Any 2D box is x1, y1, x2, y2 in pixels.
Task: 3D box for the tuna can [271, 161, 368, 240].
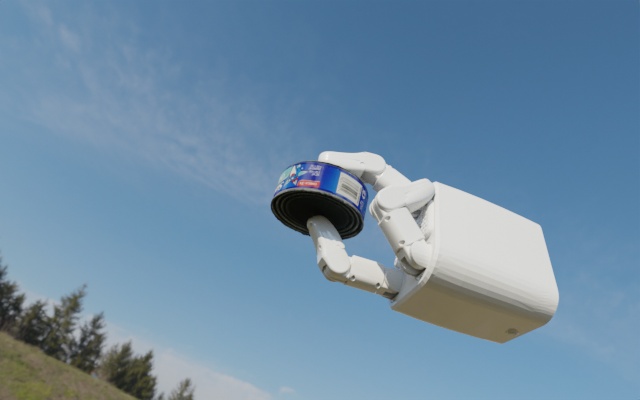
[{"bbox_3d":[0.000,0.001,0.437,0.086,0.033,0.086,11,-30,7],"label":"tuna can"}]
